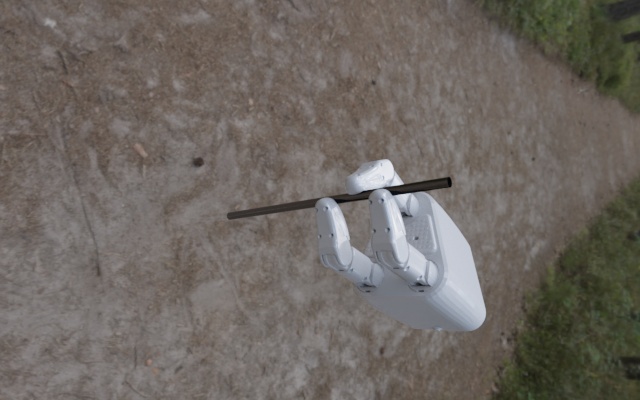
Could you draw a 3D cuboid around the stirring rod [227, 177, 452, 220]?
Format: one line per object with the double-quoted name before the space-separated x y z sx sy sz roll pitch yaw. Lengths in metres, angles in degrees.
"stirring rod" 0.000 0.001 0.421 0.239 0.011 0.011 -9 -6 38
